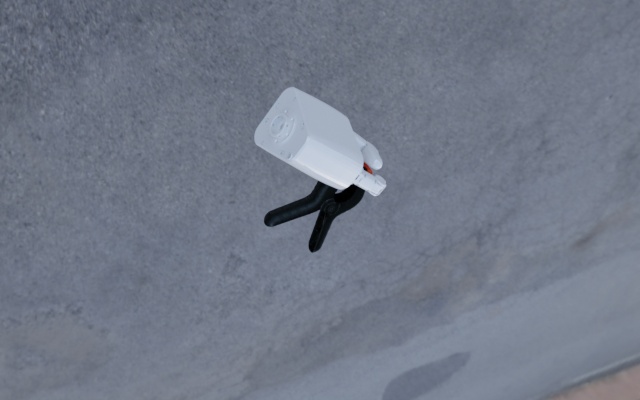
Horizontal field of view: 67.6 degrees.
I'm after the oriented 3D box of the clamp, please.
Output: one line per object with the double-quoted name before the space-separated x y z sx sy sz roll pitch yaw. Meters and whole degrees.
"clamp" 0.001 0.003 0.709 0.120 0.171 0.039 22 24 -44
